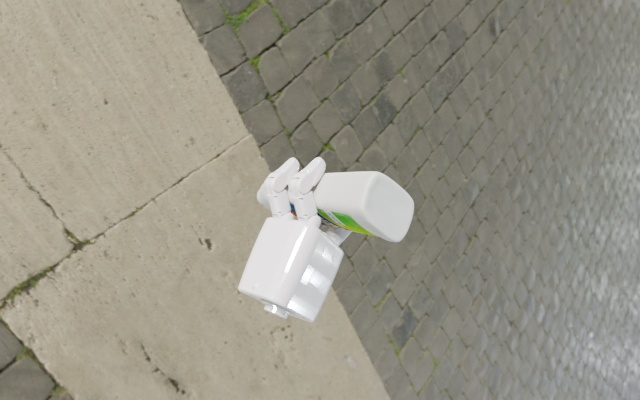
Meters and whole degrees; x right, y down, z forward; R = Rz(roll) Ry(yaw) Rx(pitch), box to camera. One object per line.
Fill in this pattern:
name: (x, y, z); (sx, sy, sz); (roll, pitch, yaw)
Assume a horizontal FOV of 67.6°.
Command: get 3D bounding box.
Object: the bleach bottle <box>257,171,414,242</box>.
bleach bottle: (0.000, 0.002, 0.672); (0.251, 0.068, 0.103); (4, -25, 48)
